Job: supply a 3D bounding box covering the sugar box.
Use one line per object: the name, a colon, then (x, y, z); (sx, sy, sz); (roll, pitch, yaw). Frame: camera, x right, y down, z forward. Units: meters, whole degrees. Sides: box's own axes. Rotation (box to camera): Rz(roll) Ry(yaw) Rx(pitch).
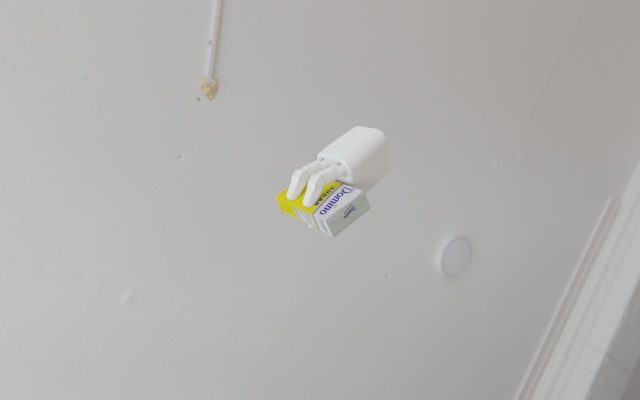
sugar box: (0.000, 0.002, 0.887); (0.093, 0.048, 0.176); (-37, 30, -22)
